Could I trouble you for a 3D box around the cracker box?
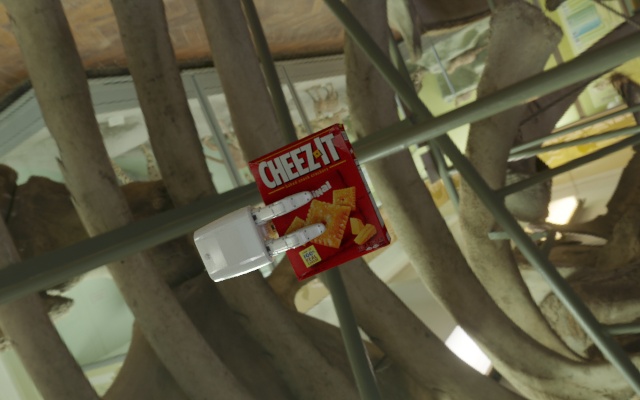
[{"bbox_3d":[0.000,0.003,0.786,0.164,0.214,0.072,-23,3,11],"label":"cracker box"}]
